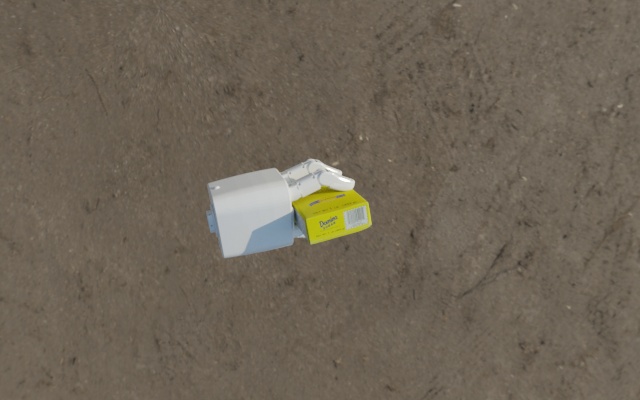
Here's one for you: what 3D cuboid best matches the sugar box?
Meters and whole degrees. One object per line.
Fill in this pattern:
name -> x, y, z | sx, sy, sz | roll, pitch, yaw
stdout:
sugar box -> 0.000, 0.002, 0.721 | 0.093, 0.048, 0.176 | -15, 25, -13
